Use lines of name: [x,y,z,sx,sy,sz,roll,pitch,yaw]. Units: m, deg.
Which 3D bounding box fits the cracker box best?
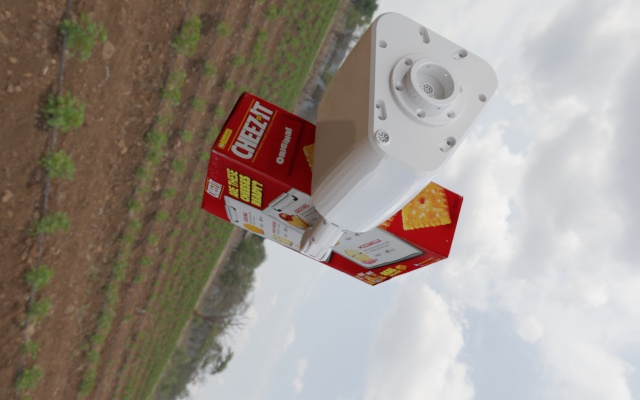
cracker box: [0.000,0.002,0.465,0.214,0.072,0.164,26,-23,-8]
